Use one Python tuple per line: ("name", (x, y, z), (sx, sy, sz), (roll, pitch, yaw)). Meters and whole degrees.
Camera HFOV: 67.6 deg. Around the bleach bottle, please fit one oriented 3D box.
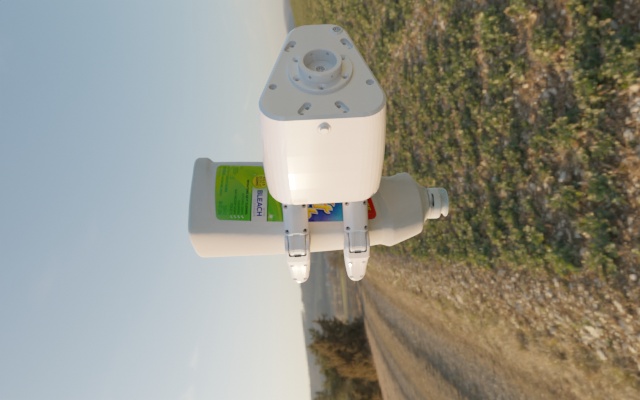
("bleach bottle", (0.000, 0.002, 0.484), (0.251, 0.102, 0.068), (-3, -33, -1))
